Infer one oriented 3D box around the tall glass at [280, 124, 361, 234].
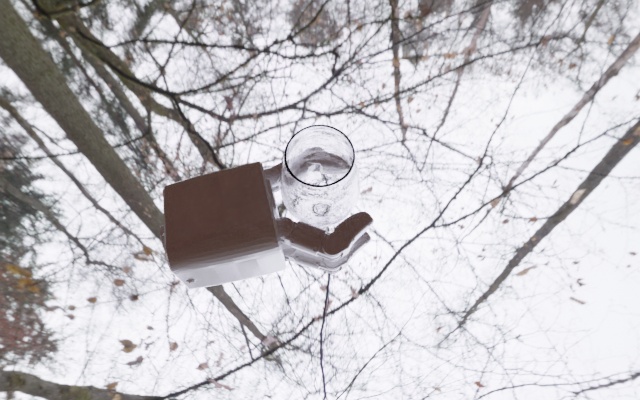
[{"bbox_3d":[0.000,0.002,0.500,0.079,0.079,0.201,0,-24,0],"label":"tall glass"}]
